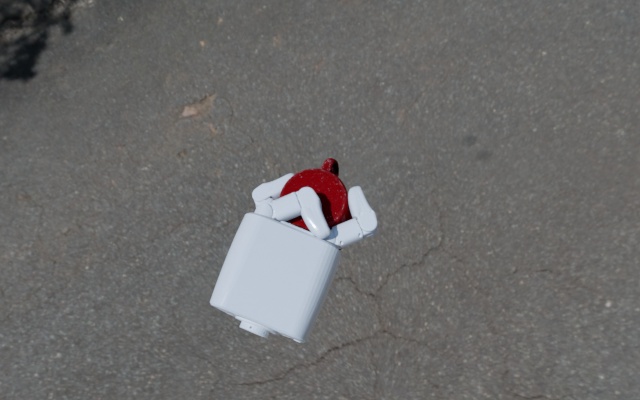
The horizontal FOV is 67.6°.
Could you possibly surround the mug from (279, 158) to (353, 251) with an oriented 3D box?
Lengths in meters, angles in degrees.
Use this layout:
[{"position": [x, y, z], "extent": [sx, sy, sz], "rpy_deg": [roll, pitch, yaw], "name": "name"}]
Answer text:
[{"position": [0.001, 0.001, 0.589], "extent": [0.093, 0.117, 0.081], "rpy_deg": [17, -18, 14], "name": "mug"}]
